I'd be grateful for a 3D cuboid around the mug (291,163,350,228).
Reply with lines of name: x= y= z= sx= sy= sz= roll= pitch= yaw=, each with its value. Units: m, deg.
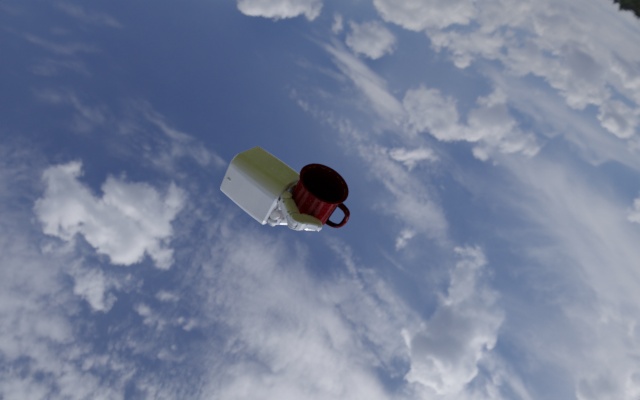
mug: x=0.001 y=0.004 z=0.843 sx=0.117 sy=0.081 sz=0.093 roll=38 pitch=41 yaw=6
